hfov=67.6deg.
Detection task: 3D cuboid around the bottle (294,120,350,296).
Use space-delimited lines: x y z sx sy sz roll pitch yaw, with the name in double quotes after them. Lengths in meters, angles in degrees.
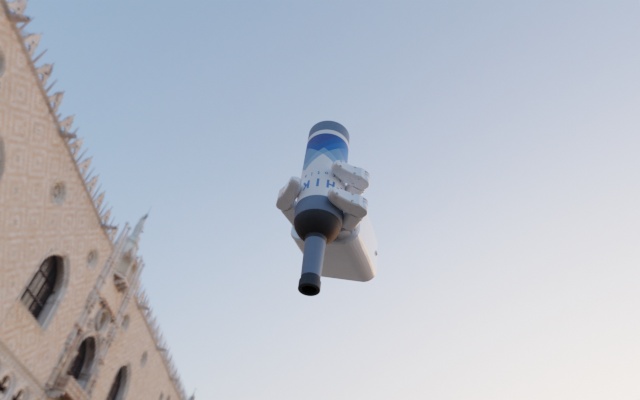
0.000 0.002 0.673 0.069 0.295 0.069 4 -44 4 "bottle"
